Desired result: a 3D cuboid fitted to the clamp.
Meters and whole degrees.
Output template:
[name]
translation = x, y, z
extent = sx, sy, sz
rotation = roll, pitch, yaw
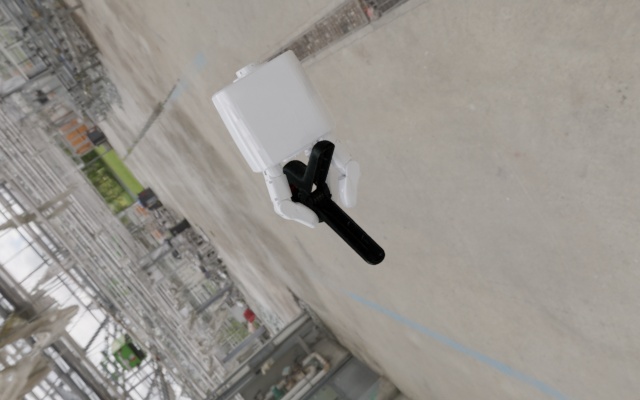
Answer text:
[clamp]
translation = -0.001, 0.002, 0.621
extent = 0.036, 0.164, 0.210
rotation = -33, 15, -19
